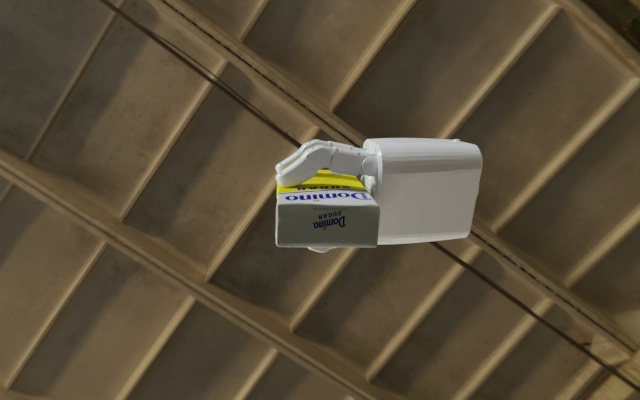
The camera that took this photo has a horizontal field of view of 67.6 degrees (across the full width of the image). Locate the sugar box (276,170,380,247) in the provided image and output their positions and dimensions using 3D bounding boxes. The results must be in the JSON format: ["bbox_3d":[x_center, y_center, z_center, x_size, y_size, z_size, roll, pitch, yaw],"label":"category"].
[{"bbox_3d":[0.000,0.001,0.499,0.093,0.048,0.176,1,11,-5],"label":"sugar box"}]
